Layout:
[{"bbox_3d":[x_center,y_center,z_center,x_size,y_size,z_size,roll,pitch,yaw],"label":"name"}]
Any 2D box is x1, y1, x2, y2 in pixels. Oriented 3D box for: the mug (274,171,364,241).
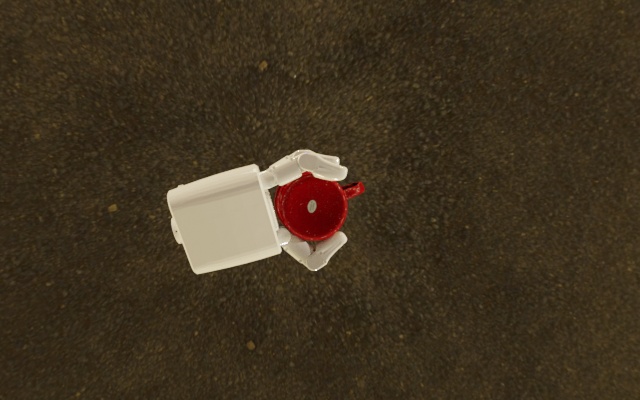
[{"bbox_3d":[0.002,0.002,0.605,0.117,0.093,0.081,-17,6,-5],"label":"mug"}]
